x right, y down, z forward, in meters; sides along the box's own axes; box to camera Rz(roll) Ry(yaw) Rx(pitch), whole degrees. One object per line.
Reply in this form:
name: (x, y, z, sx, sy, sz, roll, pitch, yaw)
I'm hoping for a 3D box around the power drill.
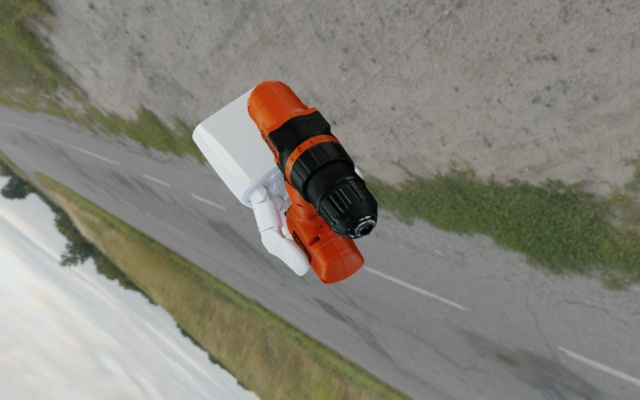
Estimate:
power drill: (0.000, 0.002, 0.451, 0.057, 0.184, 0.188, -25, -37, -11)
